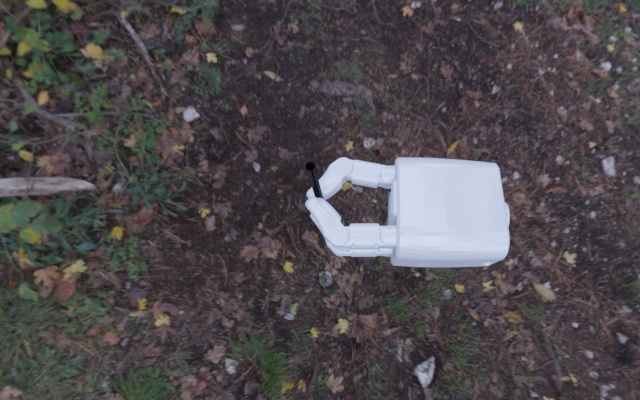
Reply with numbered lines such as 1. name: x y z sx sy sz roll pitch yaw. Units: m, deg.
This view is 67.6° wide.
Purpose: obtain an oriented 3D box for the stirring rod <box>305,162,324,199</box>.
1. stirring rod: 0.000 0.002 0.510 0.011 0.011 0.239 0 -14 4
